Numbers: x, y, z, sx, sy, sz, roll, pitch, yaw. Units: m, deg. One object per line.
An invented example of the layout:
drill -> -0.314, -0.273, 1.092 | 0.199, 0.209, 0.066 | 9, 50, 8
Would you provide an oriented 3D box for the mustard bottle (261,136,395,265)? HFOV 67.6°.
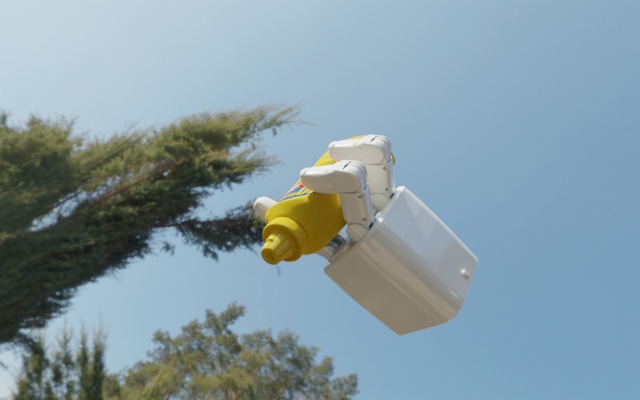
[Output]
mustard bottle -> 0.000, 0.001, 0.473 | 0.096, 0.058, 0.191 | -16, 21, 37
